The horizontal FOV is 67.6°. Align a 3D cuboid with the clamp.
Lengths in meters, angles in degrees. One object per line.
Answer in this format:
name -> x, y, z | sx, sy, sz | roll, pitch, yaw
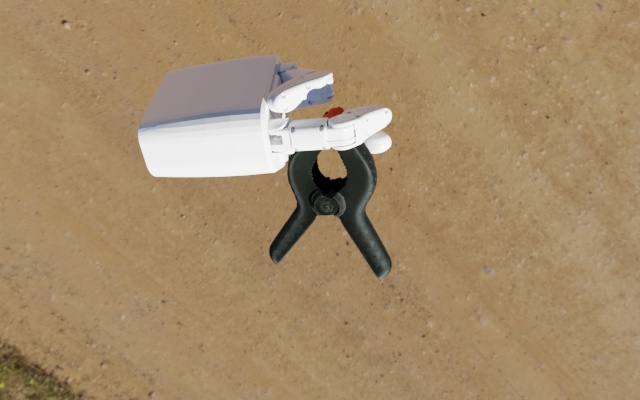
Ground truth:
clamp -> 0.000, 0.002, 0.435 | 0.120, 0.171, 0.039 | -4, 28, 9
